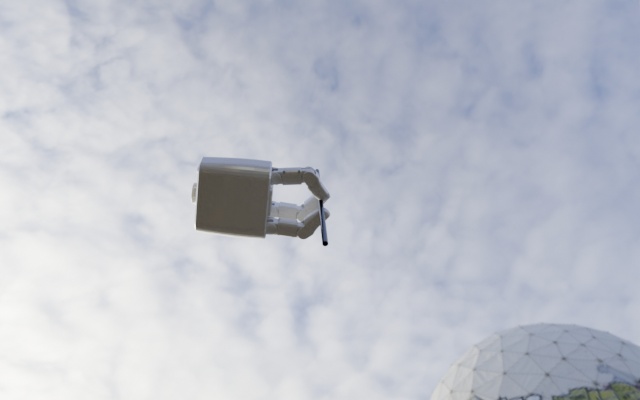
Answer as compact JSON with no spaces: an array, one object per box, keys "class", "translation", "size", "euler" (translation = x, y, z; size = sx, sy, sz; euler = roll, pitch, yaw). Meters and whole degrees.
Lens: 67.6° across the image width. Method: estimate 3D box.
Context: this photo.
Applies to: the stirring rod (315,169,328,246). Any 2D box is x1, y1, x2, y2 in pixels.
[{"class":"stirring rod","translation":[0.000,0.002,0.727],"size":[0.011,0.011,0.239],"euler":[0,27,-3]}]
